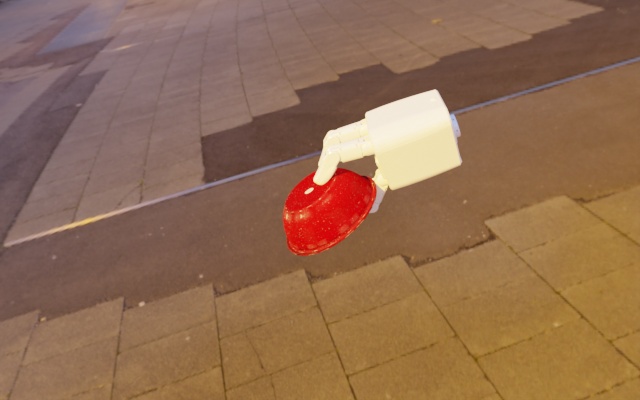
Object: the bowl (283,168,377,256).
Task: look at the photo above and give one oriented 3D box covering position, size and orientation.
[{"bbox_3d":[-0.001,0.003,0.699,0.162,0.162,0.055,0,-44,53],"label":"bowl"}]
